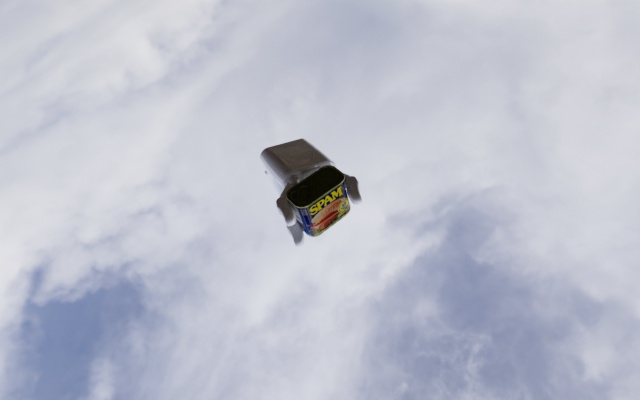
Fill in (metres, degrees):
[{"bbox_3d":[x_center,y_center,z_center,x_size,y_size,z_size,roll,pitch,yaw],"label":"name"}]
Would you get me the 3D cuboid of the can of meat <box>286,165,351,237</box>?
[{"bbox_3d":[0.000,0.003,0.829,0.102,0.084,0.057,-35,47,-17],"label":"can of meat"}]
